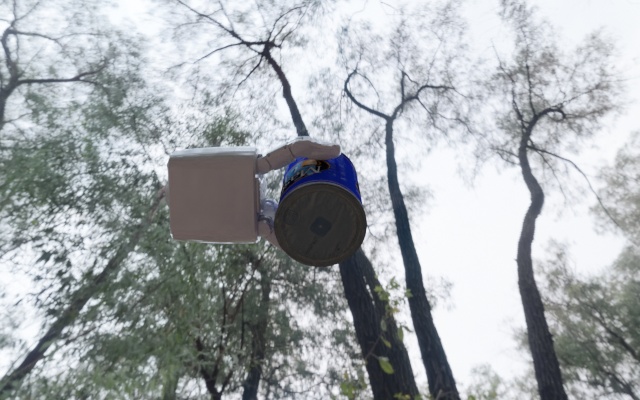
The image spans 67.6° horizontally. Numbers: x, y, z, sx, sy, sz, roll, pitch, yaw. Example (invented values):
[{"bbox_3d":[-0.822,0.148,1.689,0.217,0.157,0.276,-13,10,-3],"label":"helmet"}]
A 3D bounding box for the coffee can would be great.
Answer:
[{"bbox_3d":[0.000,0.002,0.586,0.103,0.103,0.140,0,23,0],"label":"coffee can"}]
